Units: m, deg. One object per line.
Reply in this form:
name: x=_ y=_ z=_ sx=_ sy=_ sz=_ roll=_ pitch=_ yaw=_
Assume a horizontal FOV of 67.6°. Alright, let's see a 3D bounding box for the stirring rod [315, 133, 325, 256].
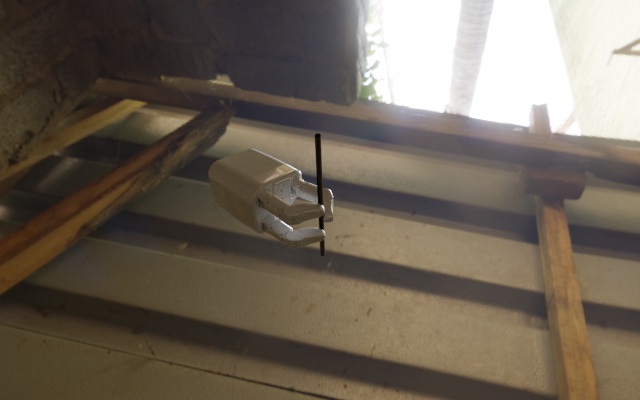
stirring rod: x=0.000 y=0.002 z=0.691 sx=0.011 sy=0.011 sz=0.240 roll=-1 pitch=-45 yaw=1
